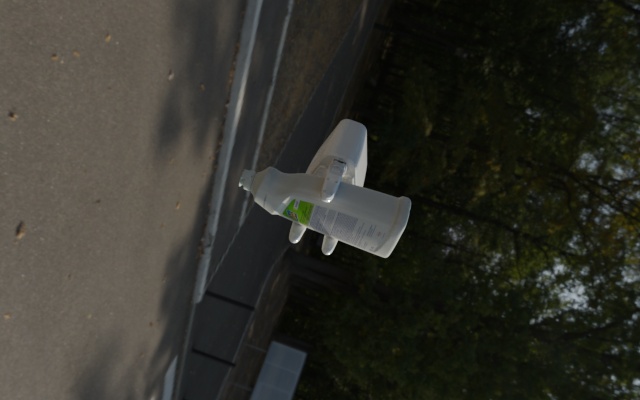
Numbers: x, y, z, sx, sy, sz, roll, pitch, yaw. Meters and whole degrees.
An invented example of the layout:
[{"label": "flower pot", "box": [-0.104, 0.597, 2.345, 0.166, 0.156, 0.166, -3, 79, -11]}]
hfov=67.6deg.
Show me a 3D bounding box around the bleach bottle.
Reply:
[{"label": "bleach bottle", "box": [0.000, 0.002, 0.719, 0.251, 0.068, 0.103, 20, -43, 1]}]
